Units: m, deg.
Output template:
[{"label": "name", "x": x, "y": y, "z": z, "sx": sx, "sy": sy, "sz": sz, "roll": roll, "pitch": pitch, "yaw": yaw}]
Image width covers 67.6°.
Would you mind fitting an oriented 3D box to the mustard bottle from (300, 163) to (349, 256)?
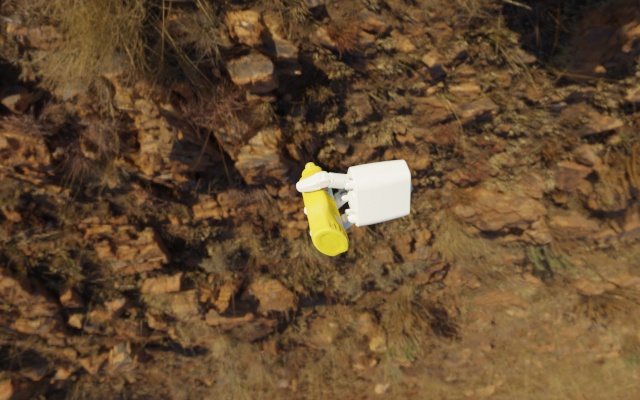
[{"label": "mustard bottle", "x": 0.000, "y": 0.003, "z": 0.894, "sx": 0.058, "sy": 0.191, "sz": 0.096, "roll": -25, "pitch": -38, "yaw": 13}]
